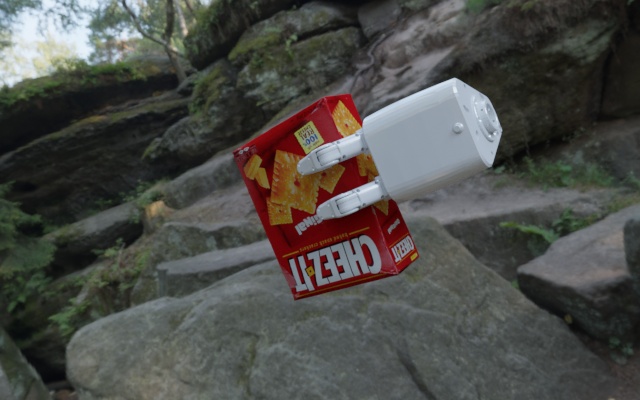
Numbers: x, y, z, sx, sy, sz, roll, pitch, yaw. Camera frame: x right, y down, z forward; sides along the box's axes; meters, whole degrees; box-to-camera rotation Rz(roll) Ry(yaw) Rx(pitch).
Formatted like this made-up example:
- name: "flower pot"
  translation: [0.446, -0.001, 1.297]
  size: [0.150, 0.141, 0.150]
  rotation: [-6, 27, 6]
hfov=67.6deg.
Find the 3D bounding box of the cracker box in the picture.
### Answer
- name: "cracker box"
  translation: [0.000, 0.002, 0.588]
  size: [0.164, 0.213, 0.072]
  rotation: [-22, 1, 36]
